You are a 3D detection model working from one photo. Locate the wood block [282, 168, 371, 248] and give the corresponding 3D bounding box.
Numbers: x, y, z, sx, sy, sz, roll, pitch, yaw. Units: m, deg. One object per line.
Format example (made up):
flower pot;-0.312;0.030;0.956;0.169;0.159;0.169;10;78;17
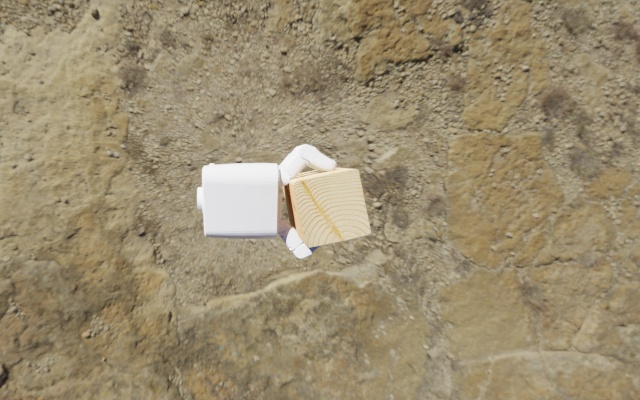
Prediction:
wood block;0.000;0.003;0.718;0.090;0.091;0.206;-12;7;-8
